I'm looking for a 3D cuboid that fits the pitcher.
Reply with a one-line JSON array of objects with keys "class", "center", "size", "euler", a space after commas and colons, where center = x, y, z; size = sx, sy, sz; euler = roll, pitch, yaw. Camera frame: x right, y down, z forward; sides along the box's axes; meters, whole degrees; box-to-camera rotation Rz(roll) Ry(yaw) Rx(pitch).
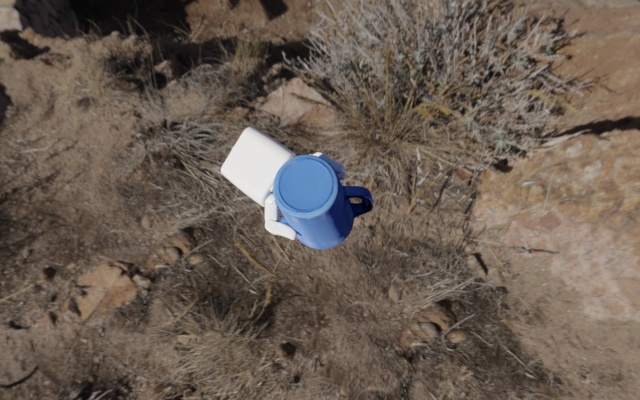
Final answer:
[{"class": "pitcher", "center": [0.000, 0.003, 0.868], "size": [0.145, 0.149, 0.243], "euler": [36, -8, 14]}]
